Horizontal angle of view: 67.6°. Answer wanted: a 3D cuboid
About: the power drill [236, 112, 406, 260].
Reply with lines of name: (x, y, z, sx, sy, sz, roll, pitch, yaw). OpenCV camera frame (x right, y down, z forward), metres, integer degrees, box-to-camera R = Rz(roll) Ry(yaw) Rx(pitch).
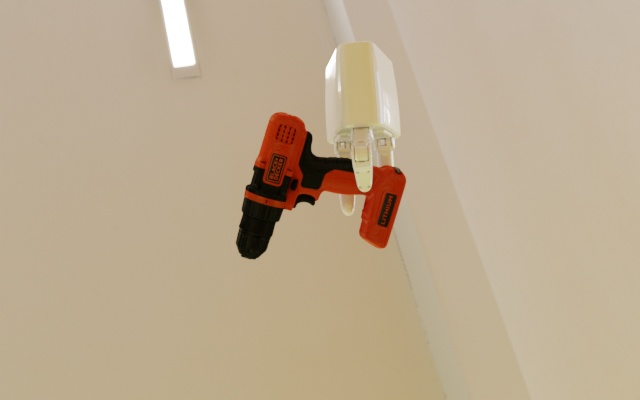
power drill: (0.001, 0.002, 0.596, 0.187, 0.184, 0.057, 16, 7, -13)
